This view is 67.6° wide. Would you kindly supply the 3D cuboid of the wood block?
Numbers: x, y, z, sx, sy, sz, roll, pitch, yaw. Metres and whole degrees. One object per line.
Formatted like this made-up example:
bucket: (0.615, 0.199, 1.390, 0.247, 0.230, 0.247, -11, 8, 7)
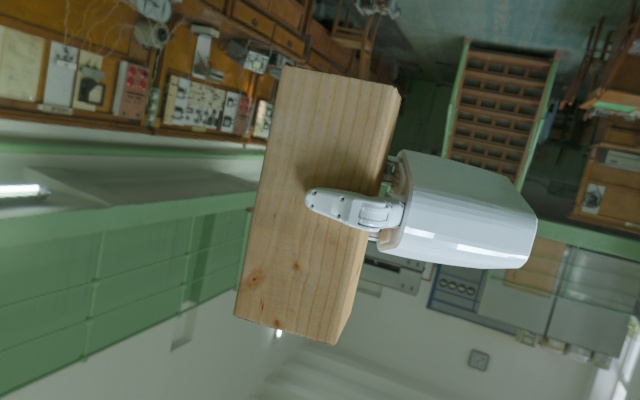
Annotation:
wood block: (0.000, 0.002, 0.410, 0.090, 0.206, 0.091, 14, 8, 11)
